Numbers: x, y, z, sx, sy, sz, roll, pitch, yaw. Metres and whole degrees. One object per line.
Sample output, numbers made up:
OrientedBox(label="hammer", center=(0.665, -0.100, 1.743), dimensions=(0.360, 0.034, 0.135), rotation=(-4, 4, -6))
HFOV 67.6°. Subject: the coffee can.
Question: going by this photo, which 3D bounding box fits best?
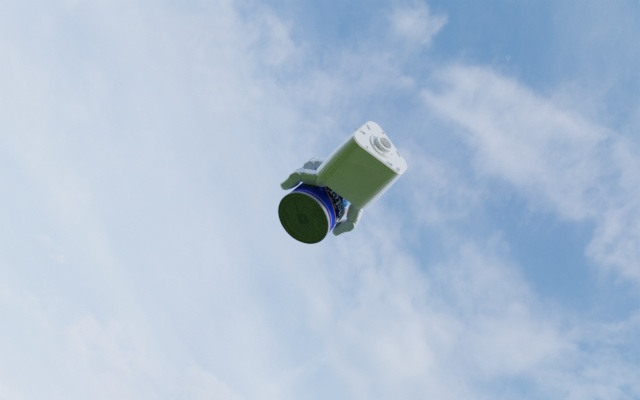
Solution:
OrientedBox(label="coffee can", center=(0.000, 0.003, 0.891), dimensions=(0.103, 0.103, 0.140), rotation=(0, 25, 30))
